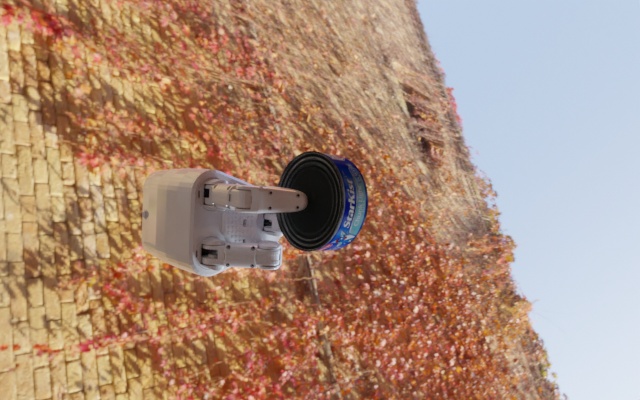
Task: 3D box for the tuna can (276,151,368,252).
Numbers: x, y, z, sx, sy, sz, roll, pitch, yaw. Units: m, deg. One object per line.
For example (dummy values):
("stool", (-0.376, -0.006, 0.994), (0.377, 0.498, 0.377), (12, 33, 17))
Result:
("tuna can", (0.001, 0.001, 0.416), (0.034, 0.086, 0.086), (4, -3, -43))
